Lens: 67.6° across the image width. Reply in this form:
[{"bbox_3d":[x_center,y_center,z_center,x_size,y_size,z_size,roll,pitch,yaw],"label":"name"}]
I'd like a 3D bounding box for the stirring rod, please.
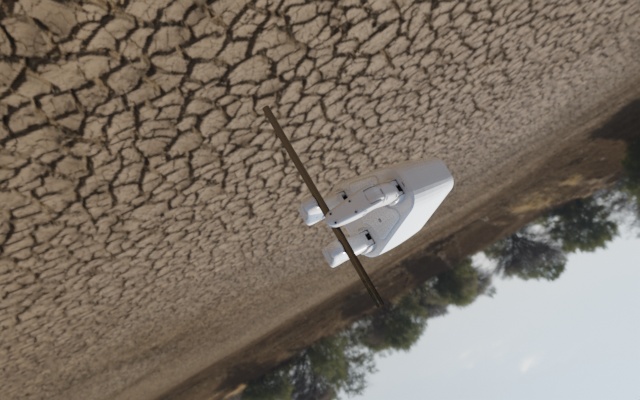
[{"bbox_3d":[0.000,0.001,0.492,0.011,0.239,0.011,-29,-11,-6],"label":"stirring rod"}]
